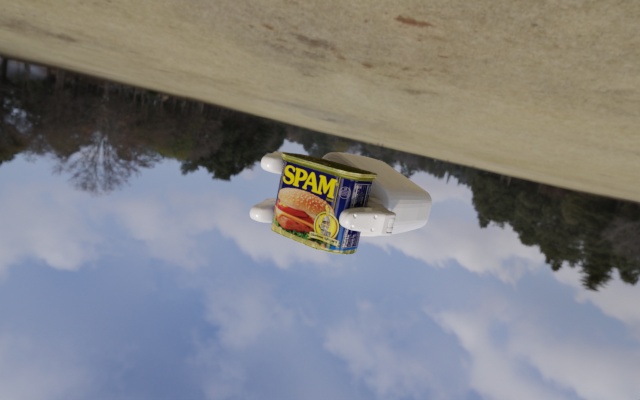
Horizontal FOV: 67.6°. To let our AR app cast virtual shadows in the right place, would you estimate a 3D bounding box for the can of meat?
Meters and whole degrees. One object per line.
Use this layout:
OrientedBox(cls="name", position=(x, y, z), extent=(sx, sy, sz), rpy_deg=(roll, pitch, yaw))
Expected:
OrientedBox(cls="can of meat", position=(0.000, 0.002, 0.496), extent=(0.102, 0.084, 0.057), rpy_deg=(19, 12, 36))
